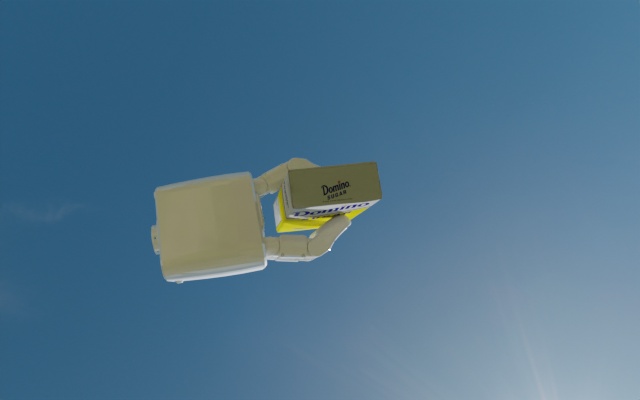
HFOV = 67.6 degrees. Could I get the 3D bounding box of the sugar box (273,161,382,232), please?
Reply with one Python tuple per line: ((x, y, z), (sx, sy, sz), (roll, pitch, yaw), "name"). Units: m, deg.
((0.000, 0.002, 0.547), (0.093, 0.048, 0.176), (-6, -8, -11), "sugar box")
